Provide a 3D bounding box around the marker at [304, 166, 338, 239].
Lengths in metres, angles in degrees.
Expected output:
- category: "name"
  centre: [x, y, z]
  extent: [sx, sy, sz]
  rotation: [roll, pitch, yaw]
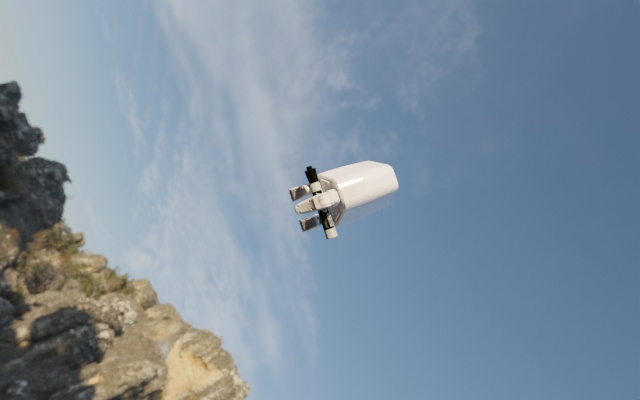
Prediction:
- category: "marker"
  centre: [0.000, 0.003, 0.767]
  extent: [0.020, 0.121, 0.020]
  rotation: [-18, 0, 0]
